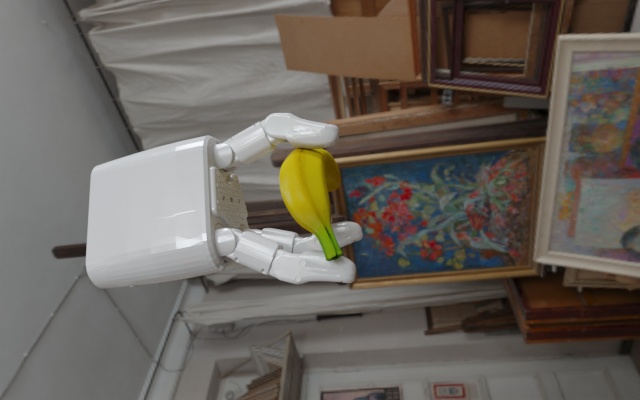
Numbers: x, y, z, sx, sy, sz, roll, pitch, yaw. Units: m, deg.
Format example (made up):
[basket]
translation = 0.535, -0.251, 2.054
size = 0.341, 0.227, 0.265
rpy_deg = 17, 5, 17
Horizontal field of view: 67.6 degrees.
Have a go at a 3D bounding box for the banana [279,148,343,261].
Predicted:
[banana]
translation = -0.006, -0.015, 0.410
size = 0.037, 0.070, 0.197
rpy_deg = -17, 16, 9
